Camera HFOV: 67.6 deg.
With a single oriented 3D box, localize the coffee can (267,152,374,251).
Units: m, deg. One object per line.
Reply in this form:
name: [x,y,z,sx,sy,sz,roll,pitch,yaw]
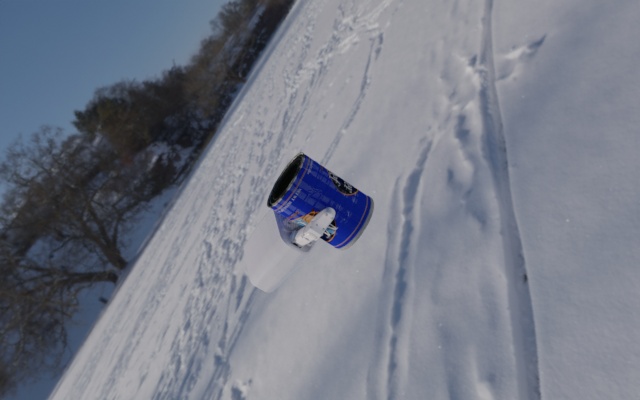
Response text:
coffee can: [0.000,0.002,0.768,0.140,0.103,0.103,32,-11,-17]
